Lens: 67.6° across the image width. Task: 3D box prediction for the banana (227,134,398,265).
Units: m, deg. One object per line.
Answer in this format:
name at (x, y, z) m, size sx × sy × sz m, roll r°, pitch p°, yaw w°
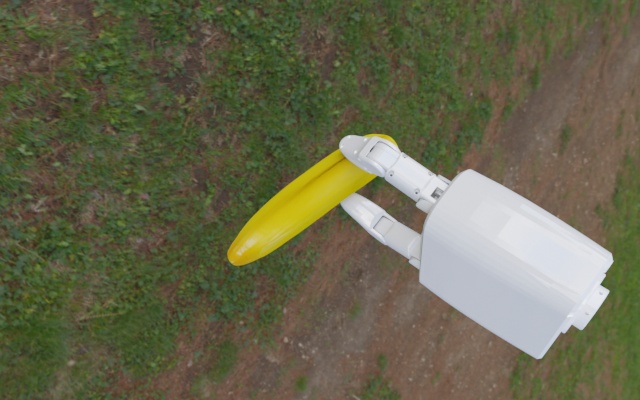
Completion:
banana at (0.006, -0.009, 0.411) m, size 0.197 × 0.037 × 0.070 m, roll -34°, pitch -17°, yaw -26°
